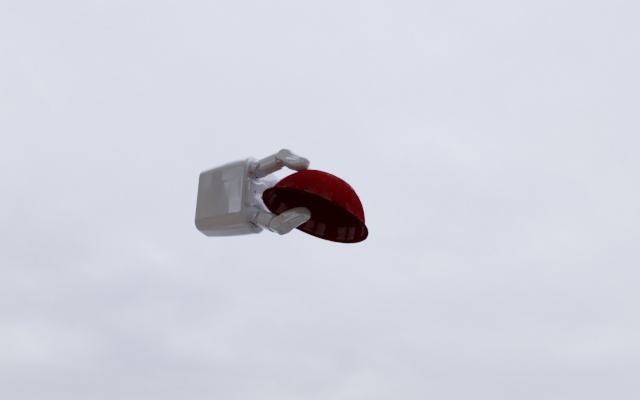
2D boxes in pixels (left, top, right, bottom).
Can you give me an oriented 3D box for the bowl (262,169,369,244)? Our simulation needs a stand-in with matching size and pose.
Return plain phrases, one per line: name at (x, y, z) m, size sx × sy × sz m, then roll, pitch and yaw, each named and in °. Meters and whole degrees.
bowl at (0.001, 0.002, 0.689) m, size 0.162 × 0.055 × 0.162 m, roll 19°, pitch -23°, yaw 8°
